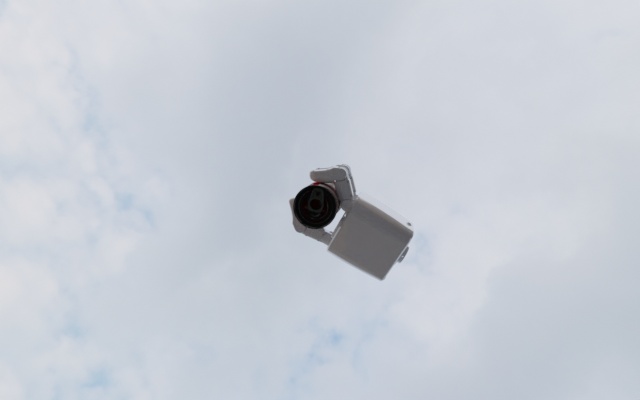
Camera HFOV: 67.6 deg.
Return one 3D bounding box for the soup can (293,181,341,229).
[{"bbox_3d":[0.000,0.002,0.768,0.068,0.068,0.102,0,9,10],"label":"soup can"}]
